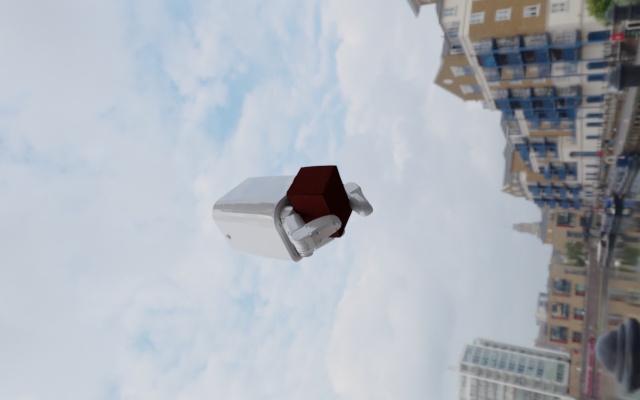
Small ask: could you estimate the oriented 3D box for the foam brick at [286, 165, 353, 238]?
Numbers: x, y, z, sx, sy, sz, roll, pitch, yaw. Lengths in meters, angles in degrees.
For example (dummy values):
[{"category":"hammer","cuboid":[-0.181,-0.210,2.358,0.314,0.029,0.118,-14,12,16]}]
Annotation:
[{"category":"foam brick","cuboid":[0.000,0.002,0.592,0.051,0.078,0.053,2,44,27]}]
